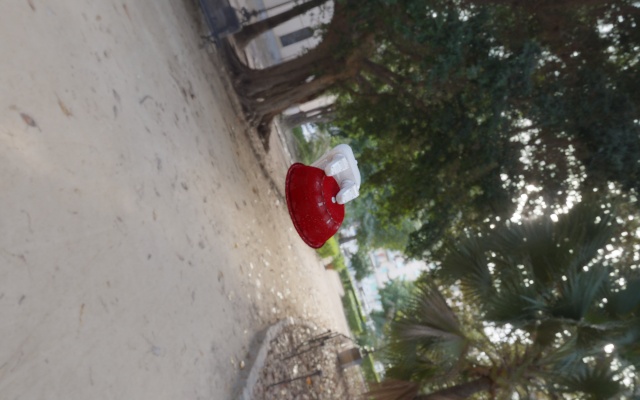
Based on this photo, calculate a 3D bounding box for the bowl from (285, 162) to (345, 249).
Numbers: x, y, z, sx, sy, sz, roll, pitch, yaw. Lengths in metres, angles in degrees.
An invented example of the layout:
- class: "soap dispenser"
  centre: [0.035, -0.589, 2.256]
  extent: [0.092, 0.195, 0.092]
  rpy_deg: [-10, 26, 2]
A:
- class: "bowl"
  centre: [0.000, 0.003, 0.854]
  extent: [0.055, 0.162, 0.162]
  rpy_deg: [-15, -6, 24]
